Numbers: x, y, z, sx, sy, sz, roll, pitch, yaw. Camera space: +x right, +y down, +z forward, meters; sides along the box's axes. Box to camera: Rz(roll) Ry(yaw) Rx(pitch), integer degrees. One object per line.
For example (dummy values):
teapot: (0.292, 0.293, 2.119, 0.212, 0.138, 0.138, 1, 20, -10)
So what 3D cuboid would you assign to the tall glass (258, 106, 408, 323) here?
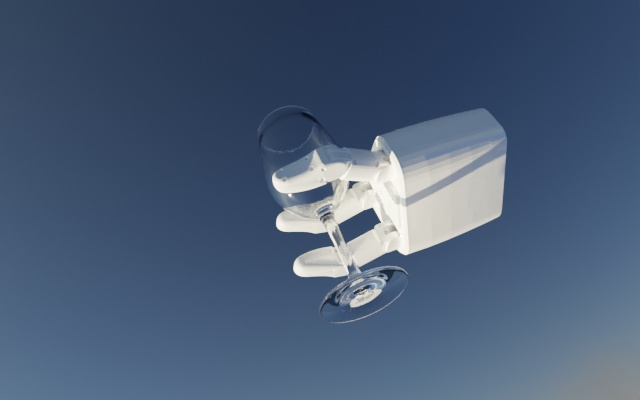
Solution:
tall glass: (0.000, 0.002, 0.424, 0.079, 0.201, 0.079, -16, -37, -13)
